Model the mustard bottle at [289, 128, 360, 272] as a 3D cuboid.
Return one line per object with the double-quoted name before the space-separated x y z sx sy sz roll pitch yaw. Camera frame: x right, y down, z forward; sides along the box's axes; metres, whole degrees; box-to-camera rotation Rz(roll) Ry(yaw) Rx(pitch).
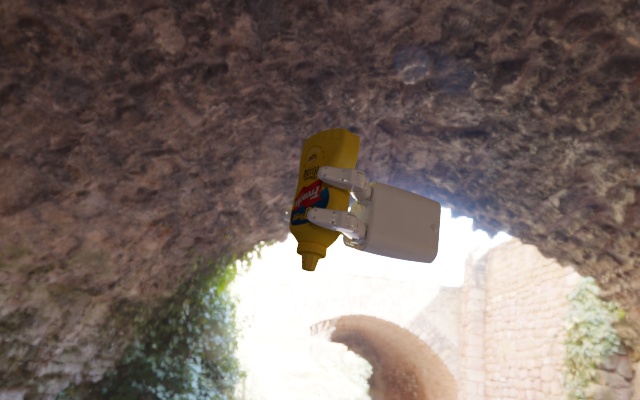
"mustard bottle" 0.000 0.002 0.648 0.058 0.191 0.096 24 -24 -36
